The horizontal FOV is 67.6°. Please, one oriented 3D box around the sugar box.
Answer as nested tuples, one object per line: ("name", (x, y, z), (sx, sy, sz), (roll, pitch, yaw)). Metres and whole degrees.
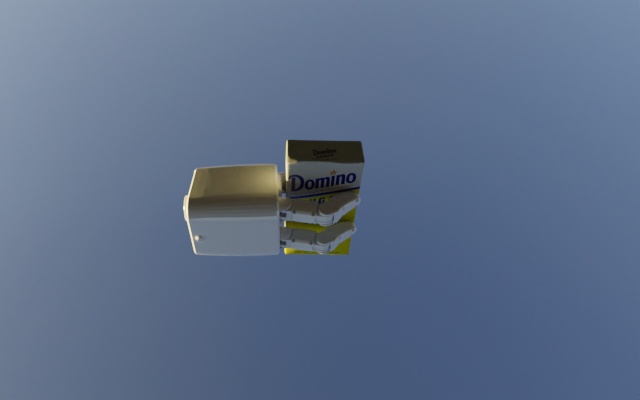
("sugar box", (0.000, 0.003, 0.619), (0.093, 0.048, 0.176), (0, -41, -4))
